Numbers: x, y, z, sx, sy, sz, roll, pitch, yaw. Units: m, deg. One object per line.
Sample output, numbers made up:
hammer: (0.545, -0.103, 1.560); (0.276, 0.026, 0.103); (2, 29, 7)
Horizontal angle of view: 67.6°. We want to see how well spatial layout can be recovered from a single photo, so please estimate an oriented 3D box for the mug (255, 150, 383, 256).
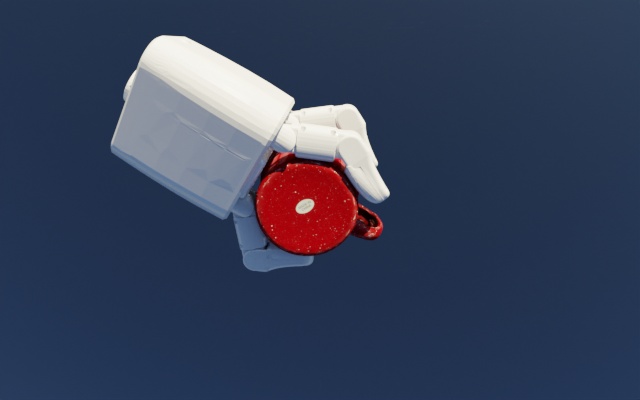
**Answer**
mug: (0.001, 0.002, 0.406); (0.117, 0.093, 0.081); (30, 16, -8)
